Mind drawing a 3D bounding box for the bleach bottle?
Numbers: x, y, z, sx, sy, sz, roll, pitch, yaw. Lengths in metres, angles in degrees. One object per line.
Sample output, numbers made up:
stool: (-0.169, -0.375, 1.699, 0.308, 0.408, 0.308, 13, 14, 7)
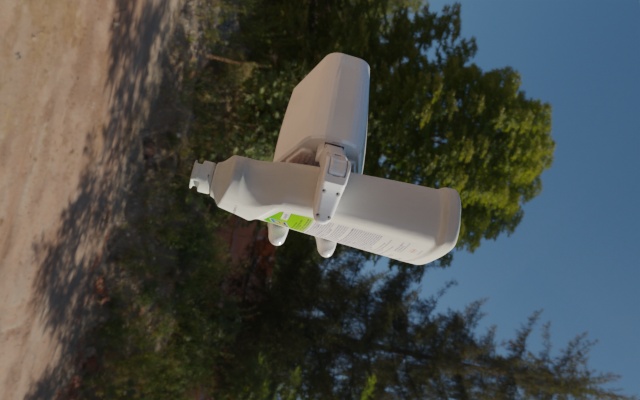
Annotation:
bleach bottle: (0.000, 0.002, 0.469, 0.251, 0.068, 0.103, 14, -23, -9)
